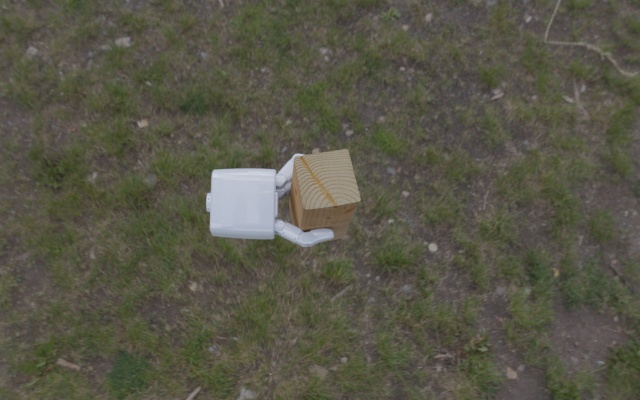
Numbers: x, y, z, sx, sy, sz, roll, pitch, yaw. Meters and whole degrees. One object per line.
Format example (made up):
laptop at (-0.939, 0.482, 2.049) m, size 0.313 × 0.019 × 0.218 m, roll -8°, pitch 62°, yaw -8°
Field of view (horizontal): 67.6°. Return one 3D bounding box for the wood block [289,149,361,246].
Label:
wood block at (0.000, 0.003, 0.818) m, size 0.090 × 0.090 × 0.206 m, roll -9°, pitch -19°, yaw -9°
